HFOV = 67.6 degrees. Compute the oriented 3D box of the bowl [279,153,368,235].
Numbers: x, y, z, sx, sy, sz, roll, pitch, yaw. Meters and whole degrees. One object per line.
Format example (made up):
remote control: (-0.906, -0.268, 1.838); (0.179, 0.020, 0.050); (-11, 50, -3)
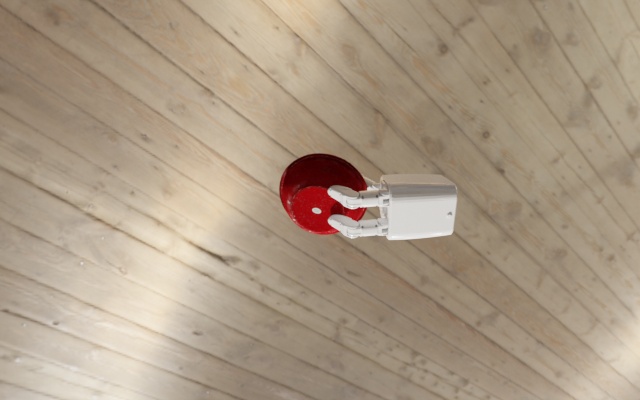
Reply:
bowl: (-0.001, 0.003, 0.821); (0.162, 0.162, 0.055); (0, 30, 13)
